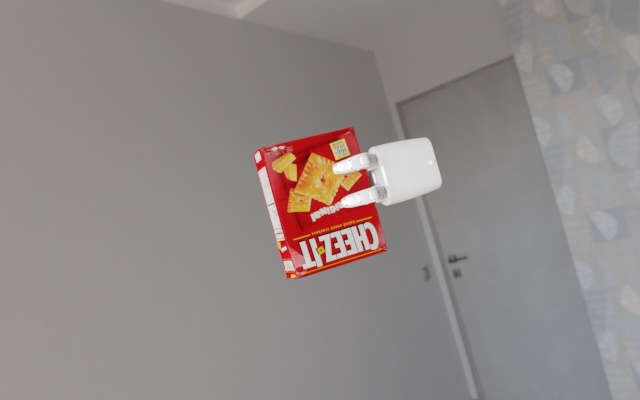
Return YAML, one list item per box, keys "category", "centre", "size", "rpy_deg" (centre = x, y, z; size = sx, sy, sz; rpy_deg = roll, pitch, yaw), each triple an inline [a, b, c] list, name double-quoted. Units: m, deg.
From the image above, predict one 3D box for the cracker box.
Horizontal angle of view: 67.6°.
- category: "cracker box"
  centre: [0.000, 0.002, 0.777]
  size: [0.164, 0.213, 0.072]
  rpy_deg: [-15, -2, -19]
